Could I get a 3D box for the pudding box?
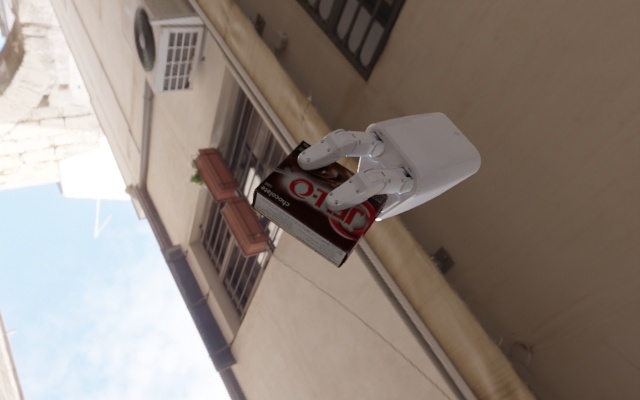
[{"bbox_3d":[0.000,0.002,0.490,0.113,0.090,0.039,32,-39,9],"label":"pudding box"}]
